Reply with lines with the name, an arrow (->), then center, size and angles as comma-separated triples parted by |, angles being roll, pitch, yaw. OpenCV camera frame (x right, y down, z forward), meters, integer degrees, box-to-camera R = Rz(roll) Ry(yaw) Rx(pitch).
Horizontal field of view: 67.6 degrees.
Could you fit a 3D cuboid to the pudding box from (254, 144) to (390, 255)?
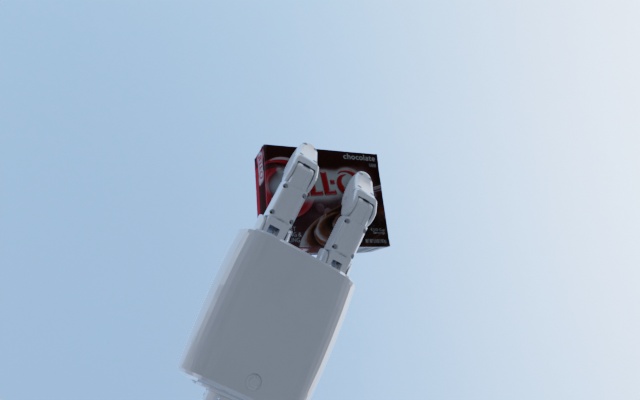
pudding box -> 0.000, 0.001, 0.422 | 0.113, 0.090, 0.039 | 3, -19, -25
